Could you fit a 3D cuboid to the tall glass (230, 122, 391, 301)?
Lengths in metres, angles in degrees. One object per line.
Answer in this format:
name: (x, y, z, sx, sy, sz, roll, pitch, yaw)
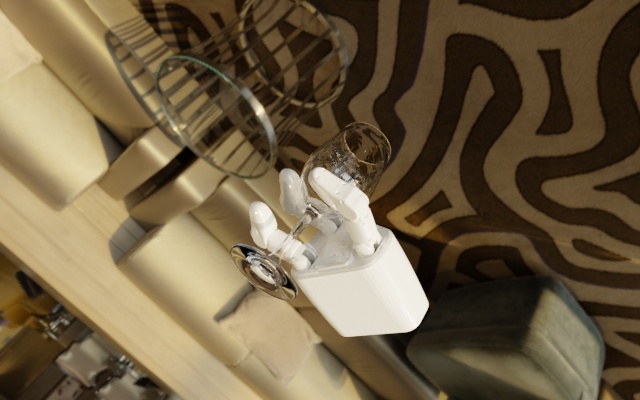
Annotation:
tall glass: (0.000, 0.002, 0.487, 0.079, 0.079, 0.201, 0, 41, 45)
